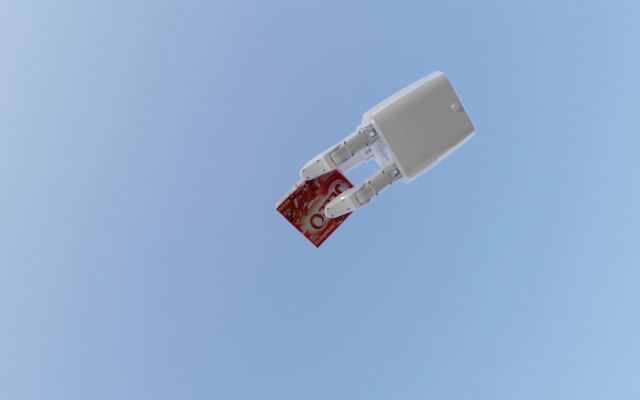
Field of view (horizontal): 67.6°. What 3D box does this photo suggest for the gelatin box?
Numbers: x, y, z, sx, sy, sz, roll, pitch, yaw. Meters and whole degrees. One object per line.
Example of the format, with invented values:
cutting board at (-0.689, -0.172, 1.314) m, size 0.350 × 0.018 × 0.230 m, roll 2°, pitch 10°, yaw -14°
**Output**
gelatin box at (0.000, 0.002, 0.593) m, size 0.073 × 0.089 × 0.030 m, roll 44°, pitch 4°, yaw -12°
